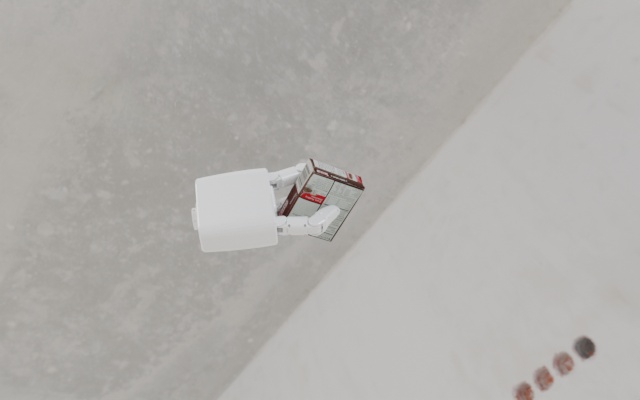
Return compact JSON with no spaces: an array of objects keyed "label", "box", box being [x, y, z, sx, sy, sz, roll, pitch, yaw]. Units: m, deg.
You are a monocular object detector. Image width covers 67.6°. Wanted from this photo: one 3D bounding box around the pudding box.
[{"label":"pudding box","box":[0.000,0.002,0.718,0.090,0.113,0.039,18,33,-24]}]
